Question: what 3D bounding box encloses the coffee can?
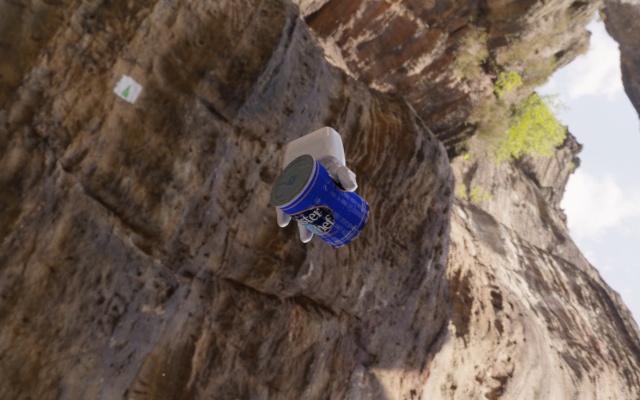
[{"bbox_3d":[0.000,0.003,0.817,0.140,0.102,0.103,38,-20,-29],"label":"coffee can"}]
